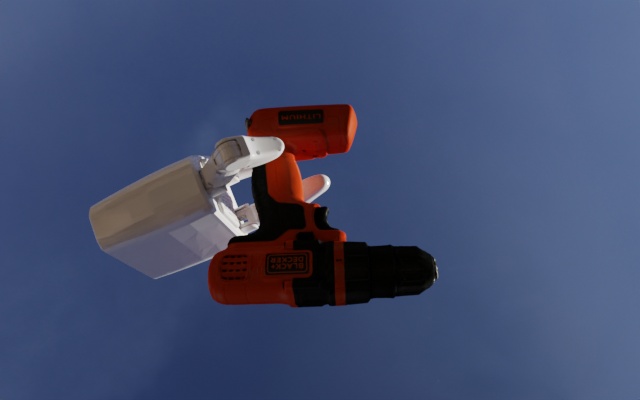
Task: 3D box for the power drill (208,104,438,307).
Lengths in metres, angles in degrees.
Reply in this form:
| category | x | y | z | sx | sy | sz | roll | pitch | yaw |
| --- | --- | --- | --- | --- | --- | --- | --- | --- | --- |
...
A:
| category | x | y | z | sx | sy | sz | roll | pitch | yaw |
| --- | --- | --- | --- | --- | --- | --- | --- | --- | --- |
| power drill | 0.000 | 0.001 | 0.421 | 0.184 | 0.187 | 0.057 | -2 | -32 | 1 |
